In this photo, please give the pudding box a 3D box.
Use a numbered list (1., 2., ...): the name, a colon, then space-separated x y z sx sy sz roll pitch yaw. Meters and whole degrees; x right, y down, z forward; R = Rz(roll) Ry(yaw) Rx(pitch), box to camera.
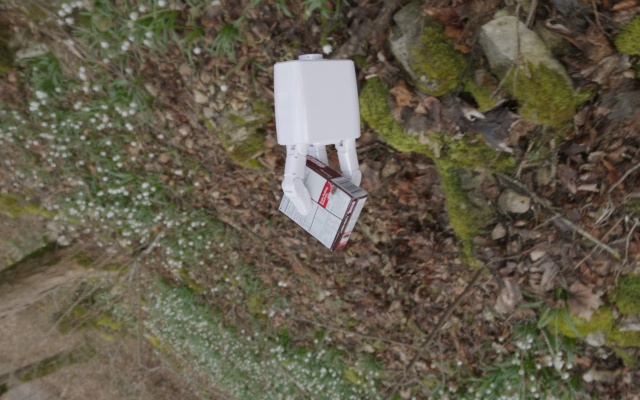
1. pudding box: 0.000 0.002 0.669 0.113 0.090 0.039 37 30 29
